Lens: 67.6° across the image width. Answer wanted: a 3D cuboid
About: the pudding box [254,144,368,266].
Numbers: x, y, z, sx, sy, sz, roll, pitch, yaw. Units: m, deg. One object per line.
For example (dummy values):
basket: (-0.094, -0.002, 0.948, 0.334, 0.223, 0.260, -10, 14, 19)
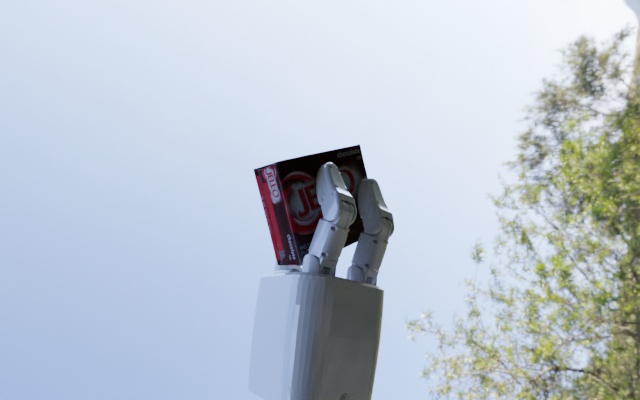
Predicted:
pudding box: (0.000, 0.002, 0.442, 0.039, 0.090, 0.113, -9, 7, 44)
